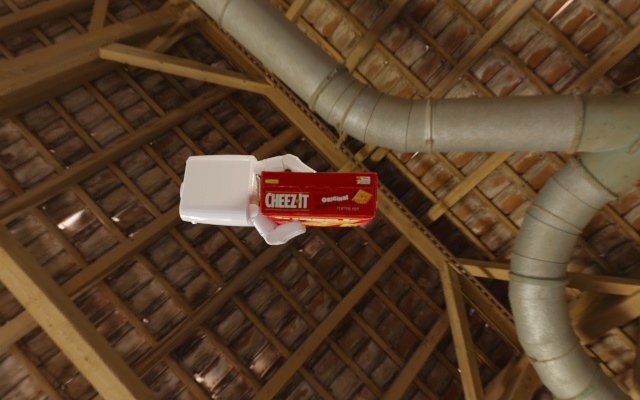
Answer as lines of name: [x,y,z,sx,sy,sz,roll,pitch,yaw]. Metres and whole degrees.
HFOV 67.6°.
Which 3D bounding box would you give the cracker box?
cracker box: [0.000,0.002,0.764,0.164,0.072,0.214,1,-5,2]
